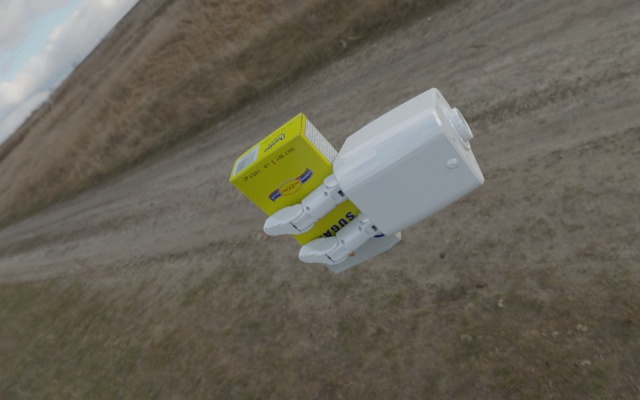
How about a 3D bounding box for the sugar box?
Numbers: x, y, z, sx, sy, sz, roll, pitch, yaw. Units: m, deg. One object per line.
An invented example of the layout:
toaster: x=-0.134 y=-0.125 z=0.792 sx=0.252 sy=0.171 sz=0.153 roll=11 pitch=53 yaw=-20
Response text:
sugar box: x=0.000 y=0.002 z=0.502 sx=0.093 sy=0.048 sz=0.176 roll=-30 pitch=-58 yaw=25
